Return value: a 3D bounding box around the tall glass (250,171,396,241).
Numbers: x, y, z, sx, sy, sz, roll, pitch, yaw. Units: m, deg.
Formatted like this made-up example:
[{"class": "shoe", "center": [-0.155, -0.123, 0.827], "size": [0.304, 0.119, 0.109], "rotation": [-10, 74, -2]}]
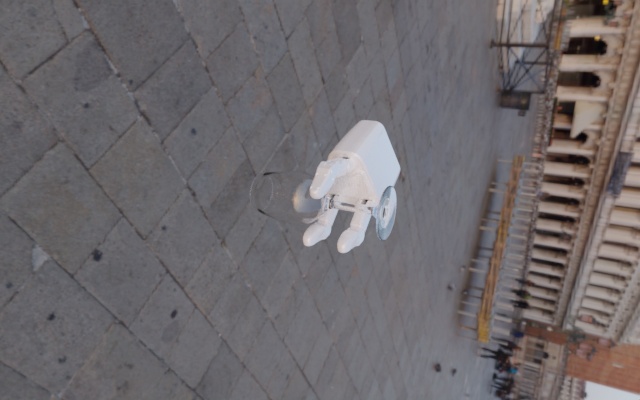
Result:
[{"class": "tall glass", "center": [0.001, 0.002, 0.674], "size": [0.201, 0.079, 0.079], "rotation": [9, 4, 25]}]
